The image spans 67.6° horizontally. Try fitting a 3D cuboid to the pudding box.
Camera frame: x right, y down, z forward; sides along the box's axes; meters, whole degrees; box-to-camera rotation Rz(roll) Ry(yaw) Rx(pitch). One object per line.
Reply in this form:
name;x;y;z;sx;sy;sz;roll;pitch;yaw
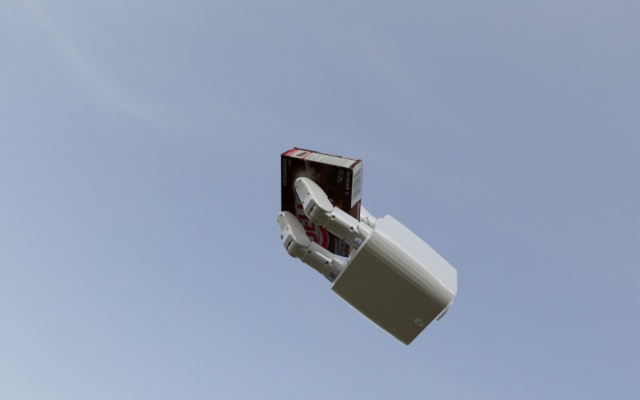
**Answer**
pudding box;0.000;0.002;0.552;0.090;0.113;0.039;13;25;23
